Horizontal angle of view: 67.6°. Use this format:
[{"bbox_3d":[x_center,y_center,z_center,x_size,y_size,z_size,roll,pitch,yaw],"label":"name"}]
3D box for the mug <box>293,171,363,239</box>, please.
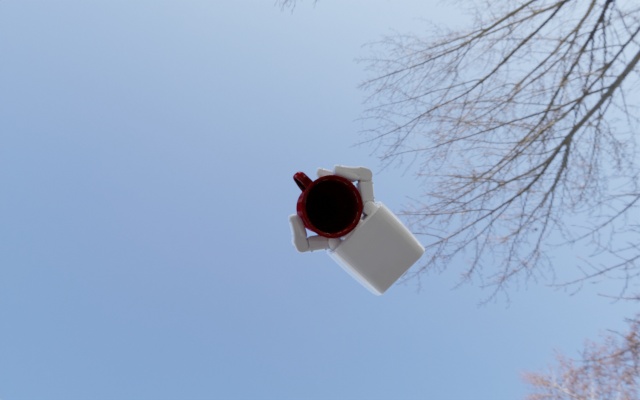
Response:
[{"bbox_3d":[-0.001,0.001,0.734,0.117,0.093,0.081,45,-11,-8],"label":"mug"}]
